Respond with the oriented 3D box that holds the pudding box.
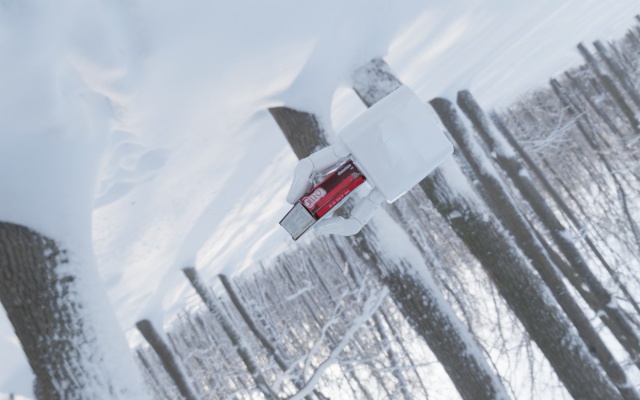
[{"bbox_3d":[0.000,0.002,0.615,0.090,0.039,0.113,-38,-5,-24],"label":"pudding box"}]
